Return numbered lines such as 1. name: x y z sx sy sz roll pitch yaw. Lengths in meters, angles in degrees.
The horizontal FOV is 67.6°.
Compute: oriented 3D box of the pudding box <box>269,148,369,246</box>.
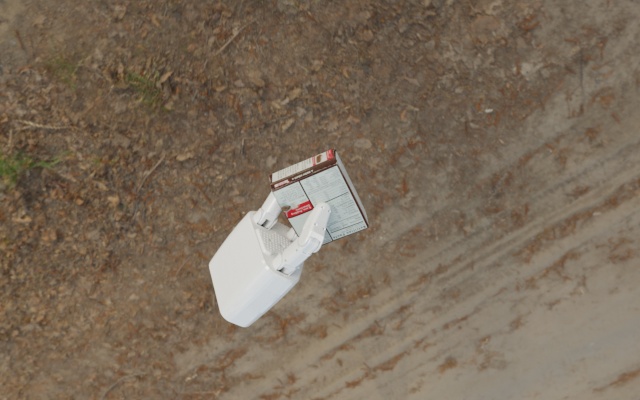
1. pudding box: 0.000 0.002 0.595 0.090 0.114 0.039 -22 37 9
